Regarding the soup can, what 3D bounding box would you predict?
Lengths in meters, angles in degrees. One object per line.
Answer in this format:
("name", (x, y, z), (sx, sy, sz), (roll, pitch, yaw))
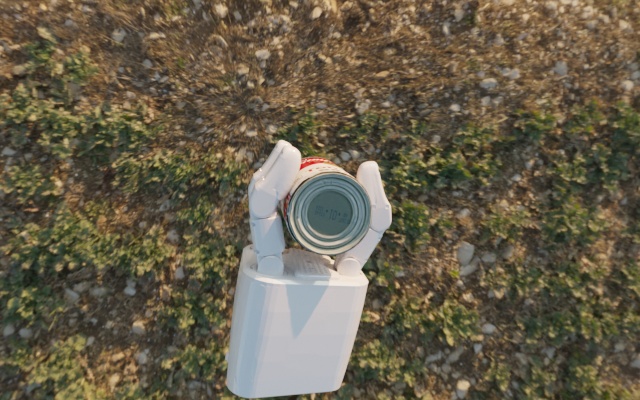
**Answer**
("soup can", (0.000, 0.001, 0.408), (0.068, 0.068, 0.102), (0, 11, -9))
